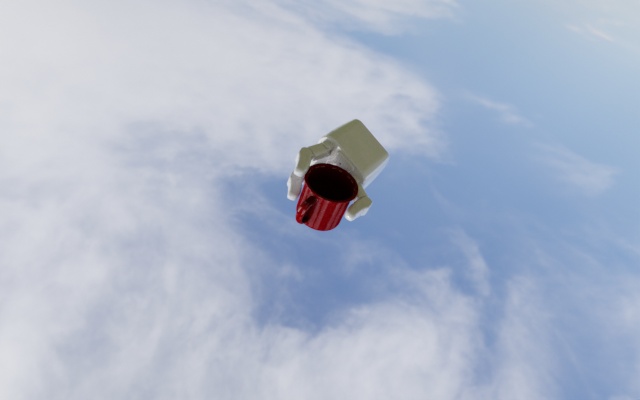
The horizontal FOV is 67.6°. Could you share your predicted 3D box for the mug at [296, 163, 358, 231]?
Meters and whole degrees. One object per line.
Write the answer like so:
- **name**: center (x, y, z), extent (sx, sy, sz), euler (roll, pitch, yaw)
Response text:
- **mug**: center (-0.001, 0.003, 0.797), extent (0.093, 0.082, 0.117), euler (37, 44, 15)
